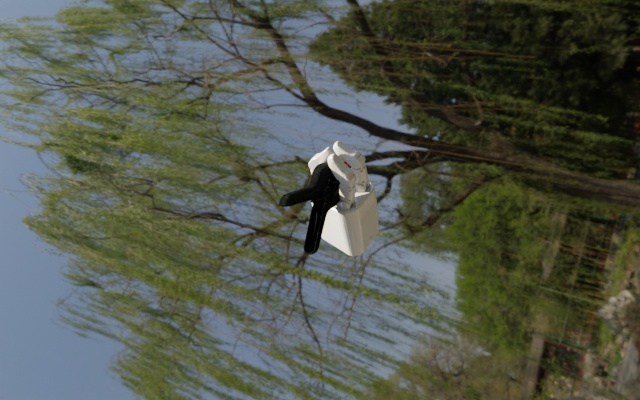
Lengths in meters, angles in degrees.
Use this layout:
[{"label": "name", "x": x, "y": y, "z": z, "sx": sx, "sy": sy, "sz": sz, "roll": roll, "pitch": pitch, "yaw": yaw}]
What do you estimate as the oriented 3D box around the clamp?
[{"label": "clamp", "x": 0.000, "y": 0.002, "z": 0.788, "sx": 0.039, "sy": 0.120, "sz": 0.171, "roll": 12, "pitch": 41, "yaw": 33}]
